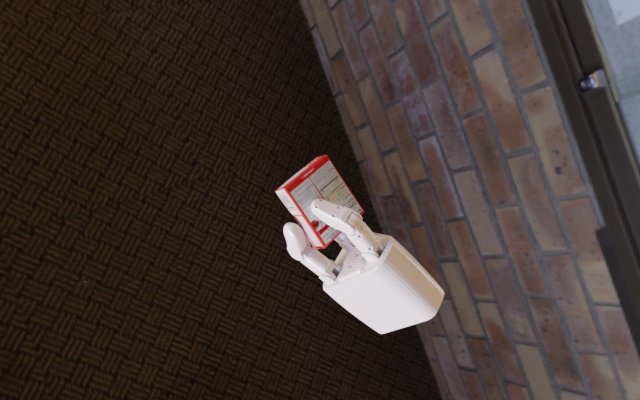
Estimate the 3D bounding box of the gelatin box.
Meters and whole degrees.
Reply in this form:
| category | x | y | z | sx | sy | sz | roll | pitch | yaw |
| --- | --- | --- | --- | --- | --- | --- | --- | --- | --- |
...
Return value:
| category | x | y | z | sx | sy | sz | roll | pitch | yaw |
| --- | --- | --- | --- | --- | --- | --- | --- | --- | --- |
| gelatin box | 0.000 | 0.002 | 0.575 | 0.073 | 0.089 | 0.030 | -41 | 15 | -27 |
